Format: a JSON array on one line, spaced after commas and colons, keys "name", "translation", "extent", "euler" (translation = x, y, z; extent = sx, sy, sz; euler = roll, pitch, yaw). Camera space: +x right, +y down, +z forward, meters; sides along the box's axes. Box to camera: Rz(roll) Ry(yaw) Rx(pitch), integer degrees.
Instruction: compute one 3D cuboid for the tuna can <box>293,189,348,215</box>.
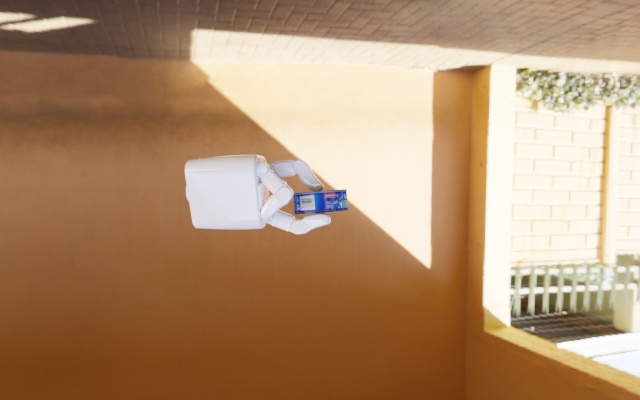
[{"name": "tuna can", "translation": [0.000, 0.003, 0.747], "extent": [0.086, 0.034, 0.086], "euler": [-5, 0, 0]}]
